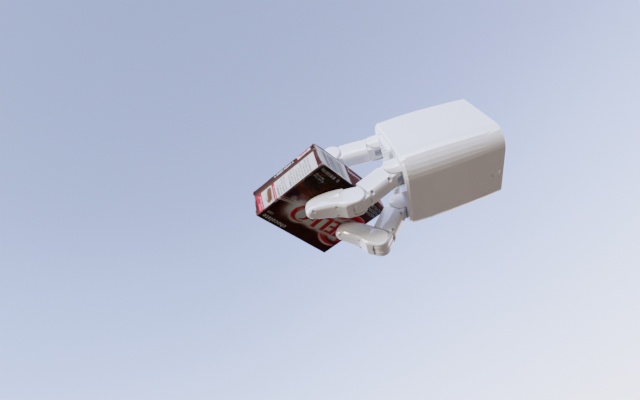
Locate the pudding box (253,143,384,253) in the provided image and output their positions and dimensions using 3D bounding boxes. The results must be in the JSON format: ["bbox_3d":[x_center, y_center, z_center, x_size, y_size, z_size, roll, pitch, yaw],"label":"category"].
[{"bbox_3d":[0.000,0.001,0.504,0.090,0.039,0.113,-38,-47,21],"label":"pudding box"}]
